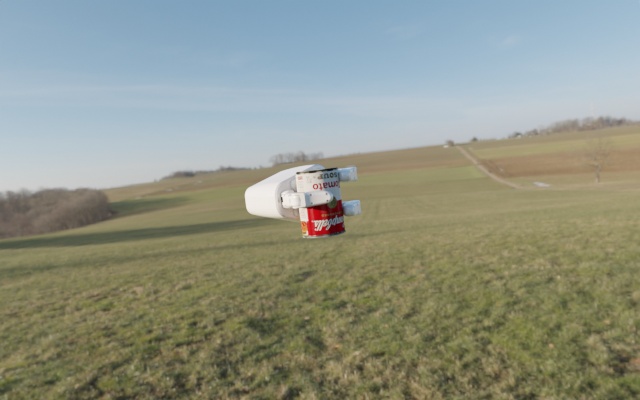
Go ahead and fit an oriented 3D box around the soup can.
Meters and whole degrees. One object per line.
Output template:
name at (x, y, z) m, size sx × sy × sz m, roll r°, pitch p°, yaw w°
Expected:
soup can at (0.000, 0.002, 0.742) m, size 0.068 × 0.102 × 0.068 m, roll -7°, pitch 4°, yaw 0°
